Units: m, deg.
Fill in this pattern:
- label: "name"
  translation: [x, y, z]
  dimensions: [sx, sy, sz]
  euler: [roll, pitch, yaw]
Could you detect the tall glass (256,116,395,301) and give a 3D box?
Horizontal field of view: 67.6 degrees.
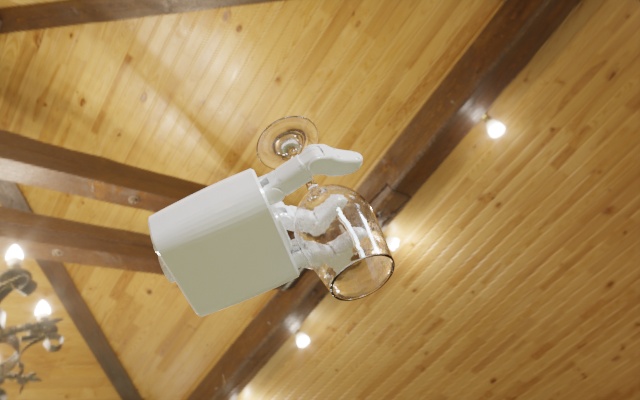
- label: "tall glass"
  translation: [0.000, 0.001, 0.476]
  dimensions: [0.079, 0.079, 0.201]
  euler: [0, 41, -30]
